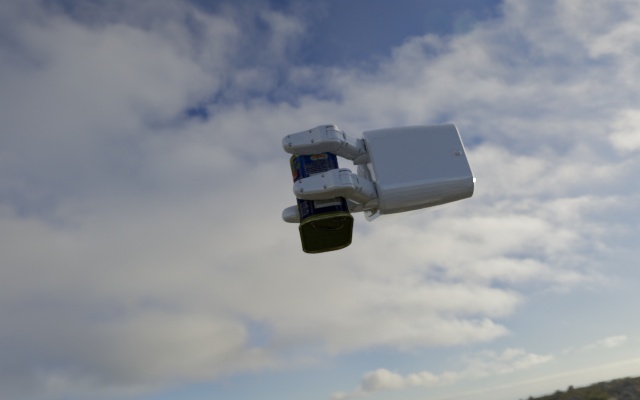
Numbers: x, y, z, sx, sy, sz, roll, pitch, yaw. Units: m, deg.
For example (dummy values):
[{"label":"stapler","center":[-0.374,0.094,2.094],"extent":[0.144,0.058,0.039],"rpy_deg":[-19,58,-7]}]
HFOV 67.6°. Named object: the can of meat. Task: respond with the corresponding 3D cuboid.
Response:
[{"label":"can of meat","center":[0.000,0.001,0.529],"extent":[0.057,0.084,0.102],"rpy_deg":[-9,-25,-2]}]
